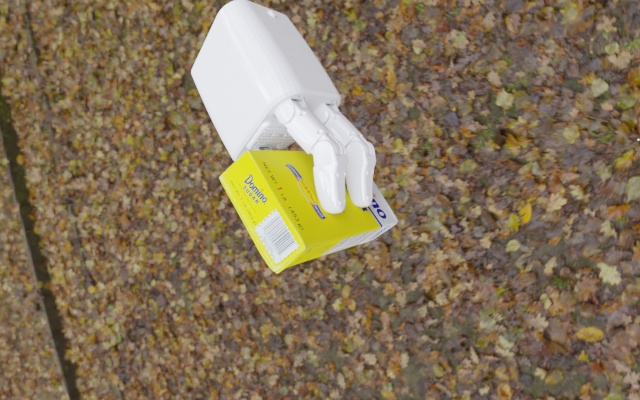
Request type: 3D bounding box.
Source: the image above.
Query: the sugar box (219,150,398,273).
[{"bbox_3d":[0.000,0.001,0.437,0.048,0.093,0.176,-39,-15,31],"label":"sugar box"}]
